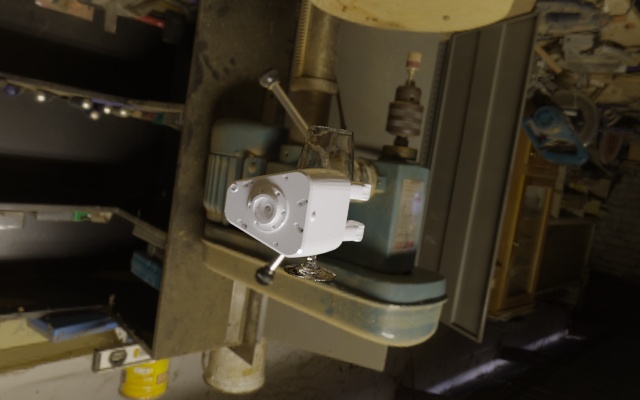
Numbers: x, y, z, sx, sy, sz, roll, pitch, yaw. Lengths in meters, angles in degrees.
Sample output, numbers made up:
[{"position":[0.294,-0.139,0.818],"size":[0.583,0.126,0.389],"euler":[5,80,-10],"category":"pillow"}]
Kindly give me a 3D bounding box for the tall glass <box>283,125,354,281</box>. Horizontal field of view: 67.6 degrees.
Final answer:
[{"position":[0.000,0.003,0.651],"size":[0.079,0.201,0.079],"euler":[9,5,-1],"category":"tall glass"}]
